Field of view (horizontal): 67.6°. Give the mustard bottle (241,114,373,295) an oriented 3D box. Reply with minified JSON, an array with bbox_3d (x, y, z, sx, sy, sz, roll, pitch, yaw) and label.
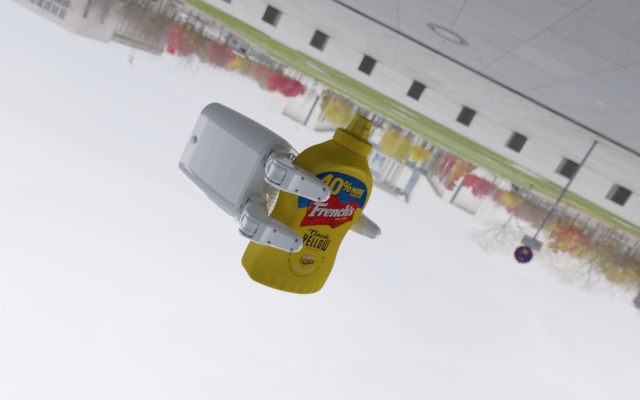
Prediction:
[{"bbox_3d":[0.000,0.002,0.487,0.096,0.192,0.058,19,14,-34],"label":"mustard bottle"}]
